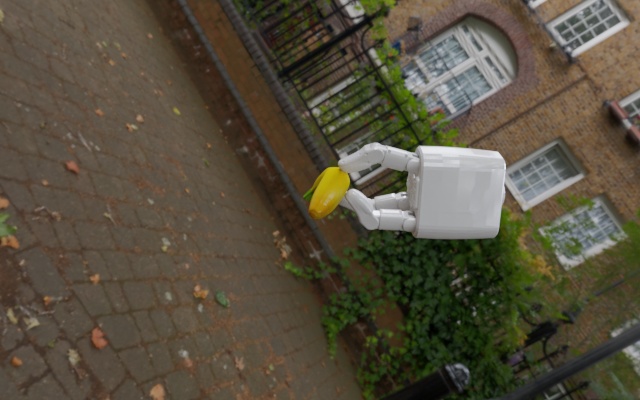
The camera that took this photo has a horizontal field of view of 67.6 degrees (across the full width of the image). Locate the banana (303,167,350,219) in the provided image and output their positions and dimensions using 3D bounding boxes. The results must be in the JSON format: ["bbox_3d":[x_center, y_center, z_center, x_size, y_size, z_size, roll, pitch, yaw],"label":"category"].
[{"bbox_3d":[0.011,-0.013,0.628,0.037,0.069,0.198,36,2,-5],"label":"banana"}]
